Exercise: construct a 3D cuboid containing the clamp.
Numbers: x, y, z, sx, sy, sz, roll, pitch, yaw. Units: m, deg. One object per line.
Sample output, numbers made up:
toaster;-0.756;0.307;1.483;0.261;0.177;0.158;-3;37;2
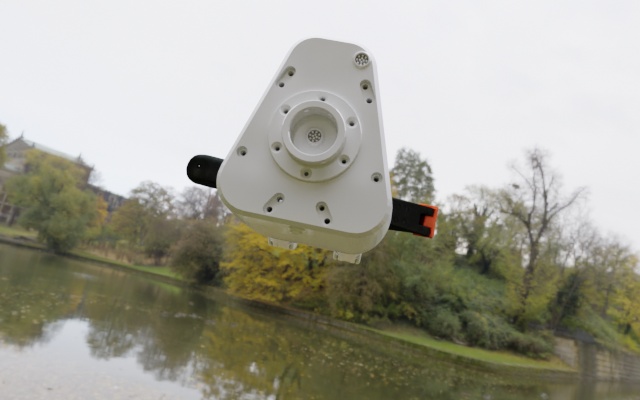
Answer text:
clamp;0.001;0.001;0.447;0.210;0.036;0.164;11;-5;5
